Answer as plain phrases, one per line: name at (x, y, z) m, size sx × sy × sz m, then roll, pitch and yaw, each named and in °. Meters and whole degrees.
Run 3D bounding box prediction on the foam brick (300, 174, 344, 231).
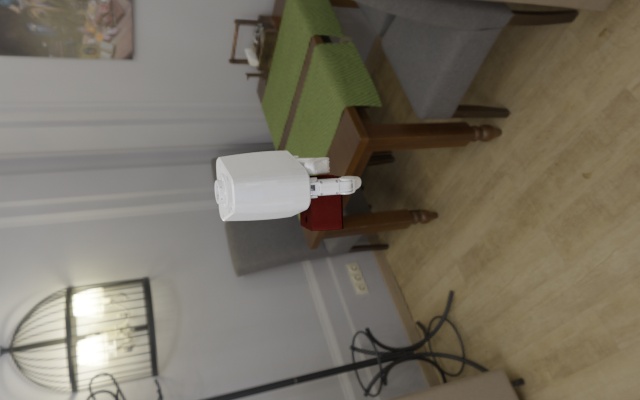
foam brick at (0.000, 0.003, 0.704) m, size 0.051 × 0.078 × 0.053 m, roll -6°, pitch 9°, yaw -21°
